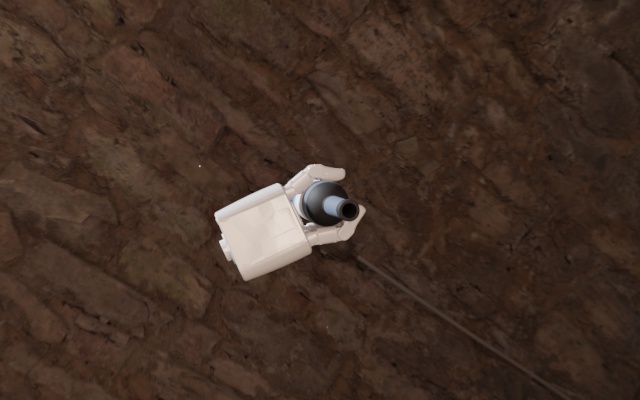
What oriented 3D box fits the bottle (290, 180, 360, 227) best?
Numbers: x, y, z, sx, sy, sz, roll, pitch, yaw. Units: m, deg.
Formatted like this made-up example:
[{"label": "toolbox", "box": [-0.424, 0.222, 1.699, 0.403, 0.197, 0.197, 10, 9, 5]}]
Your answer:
[{"label": "bottle", "box": [0.000, 0.002, 0.731, 0.069, 0.069, 0.295, 0, 4, -14]}]
